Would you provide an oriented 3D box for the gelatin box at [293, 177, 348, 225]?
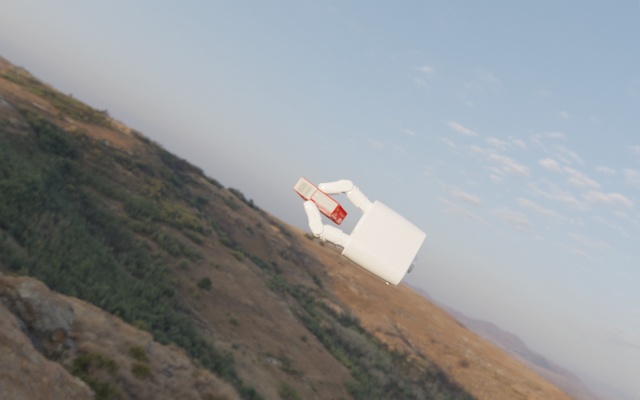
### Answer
[{"bbox_3d":[0.000,0.002,0.841,0.089,0.030,0.073,36,-4,19],"label":"gelatin box"}]
